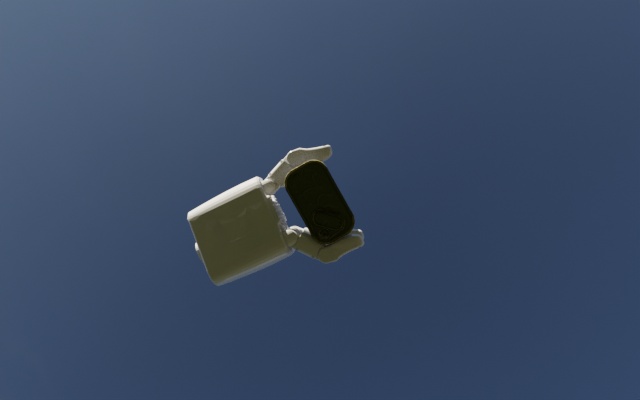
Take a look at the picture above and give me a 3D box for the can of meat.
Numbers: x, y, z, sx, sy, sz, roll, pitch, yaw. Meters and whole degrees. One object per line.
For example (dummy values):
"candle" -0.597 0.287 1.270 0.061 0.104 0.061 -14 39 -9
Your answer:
"can of meat" 0.000 0.002 0.620 0.057 0.102 0.084 -30 -1 2
